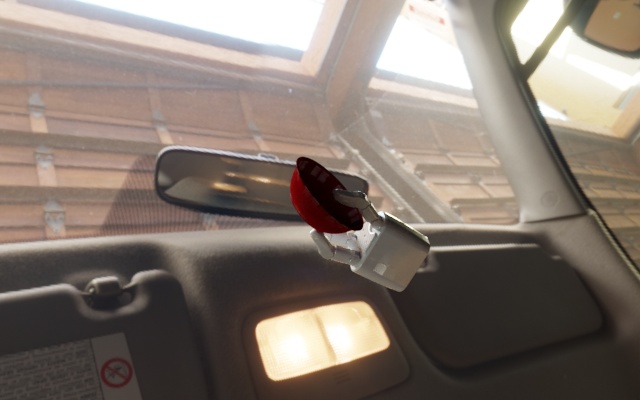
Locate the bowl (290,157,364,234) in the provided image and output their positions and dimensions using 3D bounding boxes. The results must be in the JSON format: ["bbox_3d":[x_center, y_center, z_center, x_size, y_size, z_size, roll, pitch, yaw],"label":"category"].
[{"bbox_3d":[-0.001,0.002,0.815,0.055,0.162,0.162,-41,-17,20],"label":"bowl"}]
